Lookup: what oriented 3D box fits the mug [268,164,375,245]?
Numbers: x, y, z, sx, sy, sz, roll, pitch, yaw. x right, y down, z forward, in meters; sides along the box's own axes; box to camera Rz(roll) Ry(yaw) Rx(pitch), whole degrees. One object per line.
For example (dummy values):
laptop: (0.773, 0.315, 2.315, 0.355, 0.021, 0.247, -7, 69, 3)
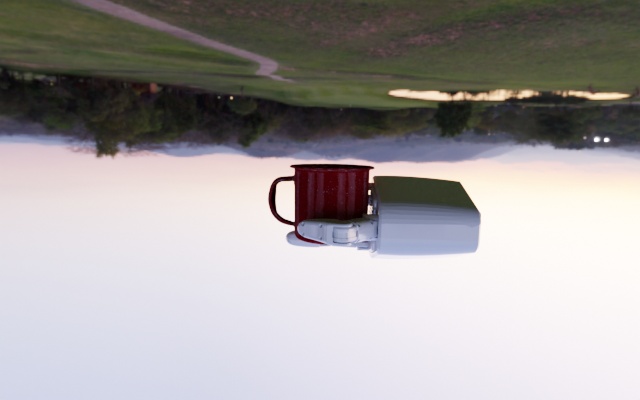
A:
mug: (-0.001, 0.002, 0.528, 0.117, 0.081, 0.093, 1, 7, 1)
